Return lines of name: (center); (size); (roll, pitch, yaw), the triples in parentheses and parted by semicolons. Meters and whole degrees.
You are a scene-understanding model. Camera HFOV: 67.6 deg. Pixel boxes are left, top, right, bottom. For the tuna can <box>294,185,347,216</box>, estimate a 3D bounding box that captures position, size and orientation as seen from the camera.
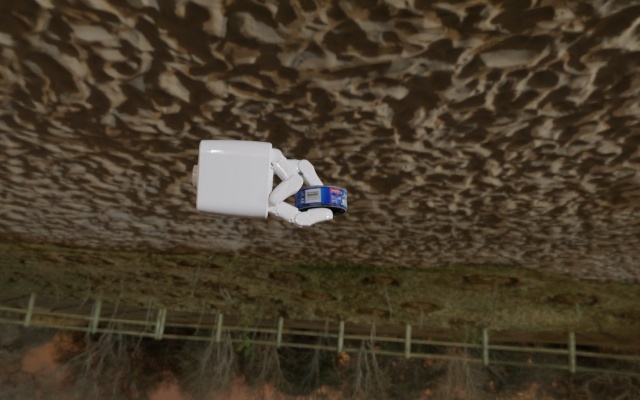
tuna can: (0.000, 0.003, 0.773); (0.086, 0.033, 0.086); (-1, -14, 0)
